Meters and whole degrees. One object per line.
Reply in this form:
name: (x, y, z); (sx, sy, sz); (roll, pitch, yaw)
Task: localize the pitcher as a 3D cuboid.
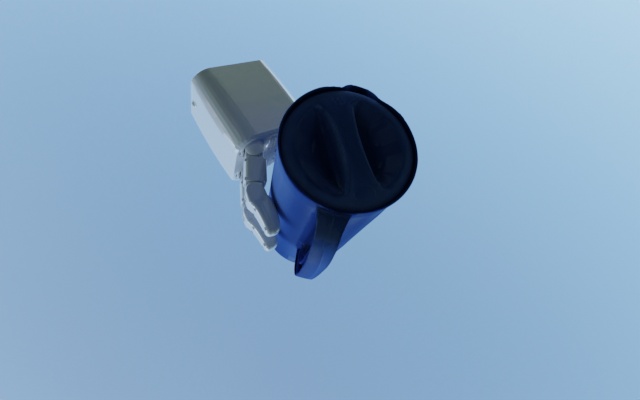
pitcher: (0.000, 0.002, 0.536); (0.149, 0.145, 0.243); (-29, -13, -22)
